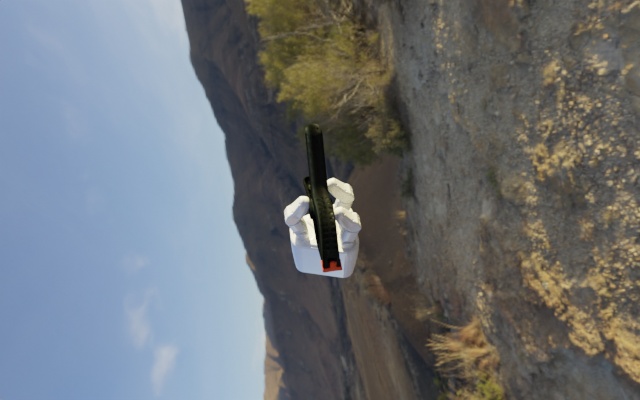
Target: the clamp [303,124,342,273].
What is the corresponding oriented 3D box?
[{"bbox_3d":[-0.001,0.003,0.715,0.036,0.209,0.165,-8,-33,-6],"label":"clamp"}]
